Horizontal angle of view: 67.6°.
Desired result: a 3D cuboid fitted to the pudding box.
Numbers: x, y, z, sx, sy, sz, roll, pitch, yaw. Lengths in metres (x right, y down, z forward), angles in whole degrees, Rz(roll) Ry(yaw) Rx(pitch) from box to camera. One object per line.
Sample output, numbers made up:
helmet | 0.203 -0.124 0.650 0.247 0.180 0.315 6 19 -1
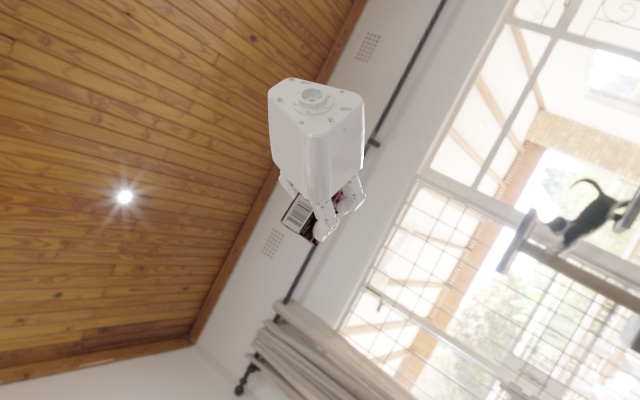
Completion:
pudding box | 0.000 0.002 0.674 0.039 0.113 0.090 34 -4 22
